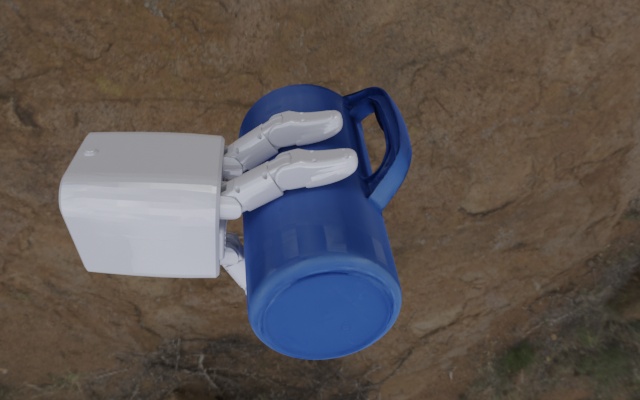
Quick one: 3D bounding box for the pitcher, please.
[{"bbox_3d":[0.000,0.001,0.414,0.145,0.149,0.242,2,37,-10],"label":"pitcher"}]
